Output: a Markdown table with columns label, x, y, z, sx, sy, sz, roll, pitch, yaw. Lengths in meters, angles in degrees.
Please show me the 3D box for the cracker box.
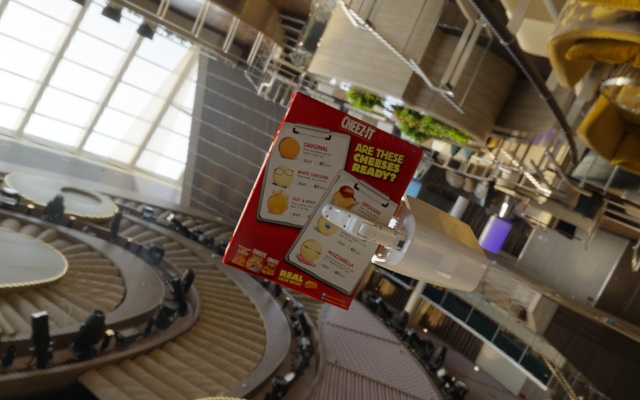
| label | x | y | z | sx | sy | sz | roll | pitch | yaw |
| --- | --- | --- | --- | --- | --- | --- | --- | --- | --- |
| cracker box | 0.000 | 0.002 | 0.575 | 0.164 | 0.214 | 0.072 | 23 | 7 | -11 |
